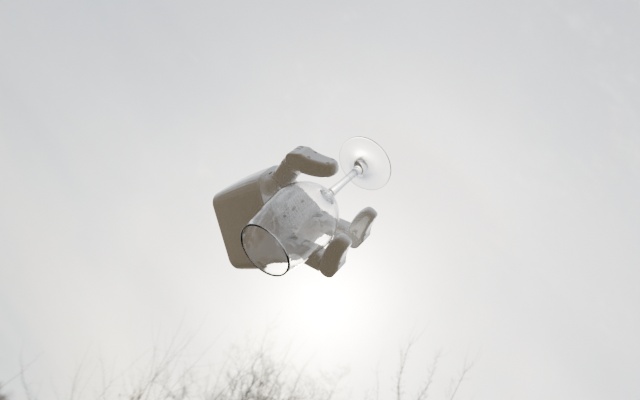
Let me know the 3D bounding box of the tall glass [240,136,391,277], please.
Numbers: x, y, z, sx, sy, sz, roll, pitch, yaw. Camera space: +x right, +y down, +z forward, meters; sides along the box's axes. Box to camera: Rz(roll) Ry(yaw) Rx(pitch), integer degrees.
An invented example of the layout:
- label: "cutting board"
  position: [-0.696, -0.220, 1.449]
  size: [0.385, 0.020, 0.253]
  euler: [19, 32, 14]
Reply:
- label: "tall glass"
  position: [0.001, 0.001, 0.533]
  size: [0.079, 0.079, 0.201]
  euler: [0, 29, 39]
